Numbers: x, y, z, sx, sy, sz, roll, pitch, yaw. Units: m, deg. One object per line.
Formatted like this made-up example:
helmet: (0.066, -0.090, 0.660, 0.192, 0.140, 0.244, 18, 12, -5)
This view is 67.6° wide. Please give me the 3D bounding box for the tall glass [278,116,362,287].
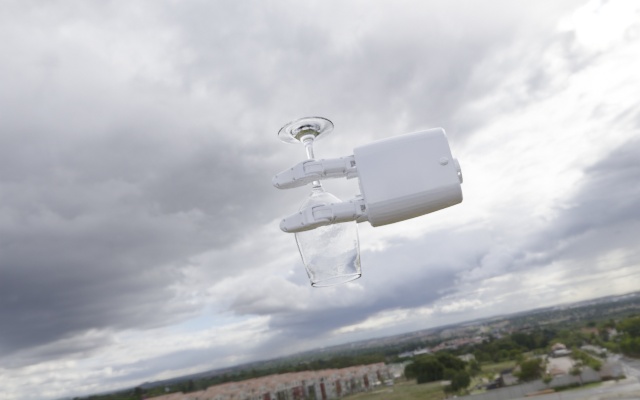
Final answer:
tall glass: (0.000, 0.001, 0.591, 0.079, 0.201, 0.079, -10, -17, -3)
